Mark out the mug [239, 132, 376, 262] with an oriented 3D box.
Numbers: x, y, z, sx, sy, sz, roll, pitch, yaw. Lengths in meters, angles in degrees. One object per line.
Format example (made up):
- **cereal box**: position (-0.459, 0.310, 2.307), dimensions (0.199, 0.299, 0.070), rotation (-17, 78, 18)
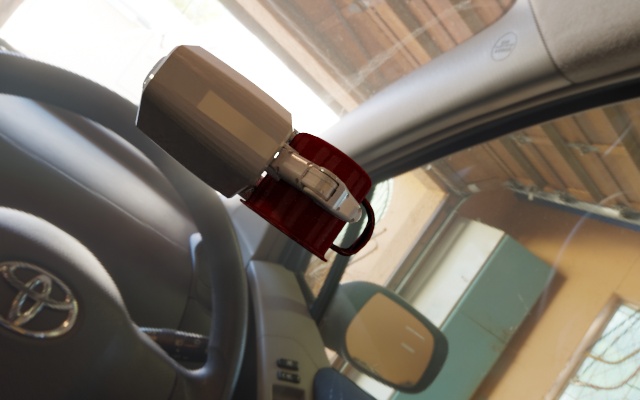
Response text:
- **mug**: position (0.001, 0.002, 0.421), dimensions (0.117, 0.081, 0.093), rotation (37, -5, -15)
